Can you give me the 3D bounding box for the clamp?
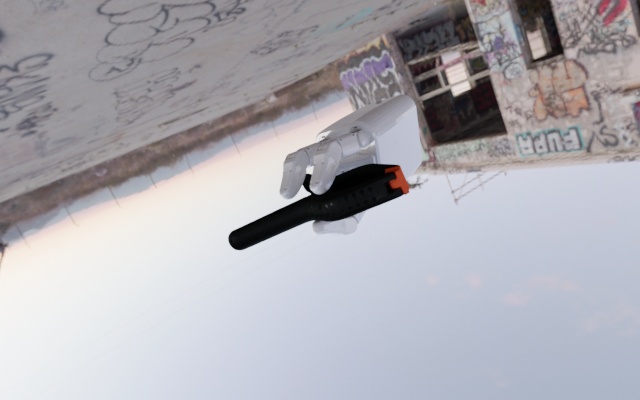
[{"bbox_3d":[0.001,0.002,0.536,0.210,0.036,0.164,-9,25,47],"label":"clamp"}]
